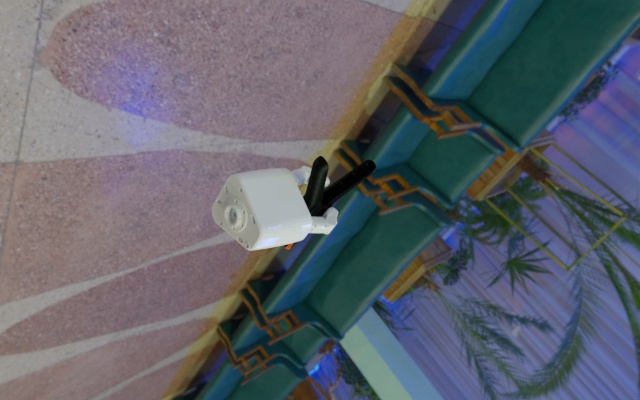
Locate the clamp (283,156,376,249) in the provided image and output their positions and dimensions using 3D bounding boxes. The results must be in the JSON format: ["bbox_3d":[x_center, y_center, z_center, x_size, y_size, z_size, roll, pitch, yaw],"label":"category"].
[{"bbox_3d":[0.000,0.004,0.811,0.164,0.036,0.210,-9,-37,-49],"label":"clamp"}]
